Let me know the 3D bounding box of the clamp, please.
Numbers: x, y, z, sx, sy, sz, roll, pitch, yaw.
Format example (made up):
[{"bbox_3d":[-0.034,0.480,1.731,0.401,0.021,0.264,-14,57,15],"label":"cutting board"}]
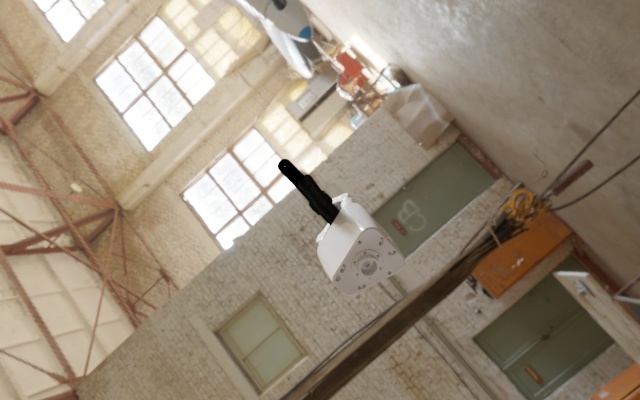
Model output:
[{"bbox_3d":[0.000,0.003,0.789,0.171,0.039,0.120,45,2,-20],"label":"clamp"}]
